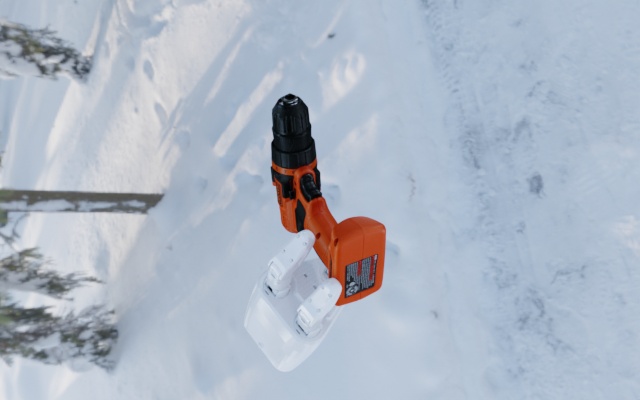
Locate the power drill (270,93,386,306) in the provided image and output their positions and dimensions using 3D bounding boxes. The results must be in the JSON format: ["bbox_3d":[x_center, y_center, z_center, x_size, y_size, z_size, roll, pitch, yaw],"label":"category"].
[{"bbox_3d":[0.000,0.002,0.506,0.057,0.185,0.187,-18,43,-16],"label":"power drill"}]
